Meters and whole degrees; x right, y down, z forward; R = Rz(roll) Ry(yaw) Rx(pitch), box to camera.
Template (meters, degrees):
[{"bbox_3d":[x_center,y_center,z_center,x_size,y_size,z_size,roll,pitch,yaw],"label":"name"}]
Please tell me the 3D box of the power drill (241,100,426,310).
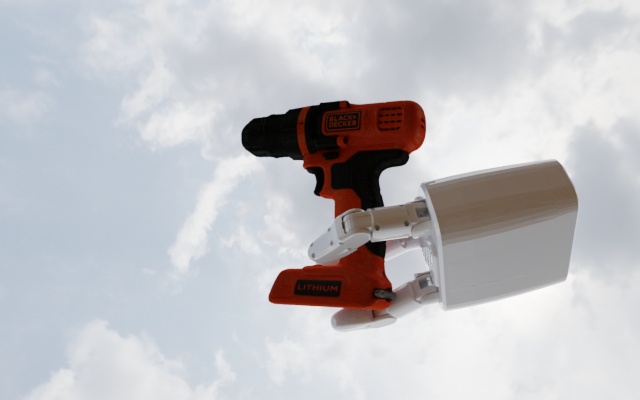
[{"bbox_3d":[0.000,0.002,0.433,0.184,0.187,0.057,-1,-12,26],"label":"power drill"}]
